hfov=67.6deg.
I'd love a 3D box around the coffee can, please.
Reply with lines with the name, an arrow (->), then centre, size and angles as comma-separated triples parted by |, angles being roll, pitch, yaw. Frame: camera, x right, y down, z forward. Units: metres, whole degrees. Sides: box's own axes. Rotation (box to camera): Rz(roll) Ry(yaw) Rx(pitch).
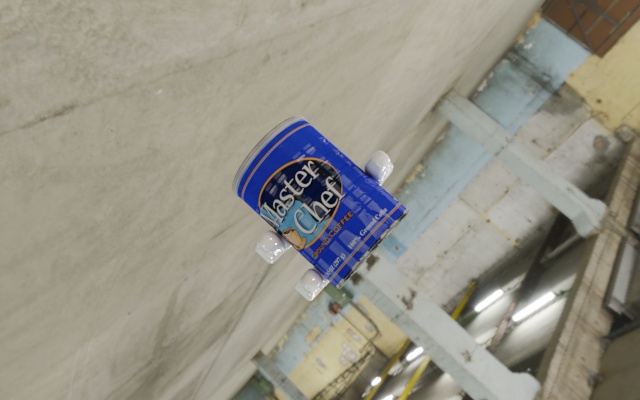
coffee can -> 0.000, 0.001, 0.464 | 0.140, 0.103, 0.103 | 42, 8, 9
